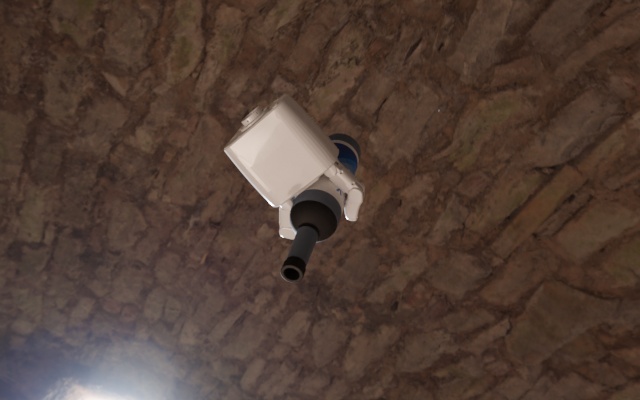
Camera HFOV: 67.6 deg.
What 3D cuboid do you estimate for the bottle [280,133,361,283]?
[{"bbox_3d":[0.000,0.002,0.662,0.069,0.069,0.295,0,34,16],"label":"bottle"}]
